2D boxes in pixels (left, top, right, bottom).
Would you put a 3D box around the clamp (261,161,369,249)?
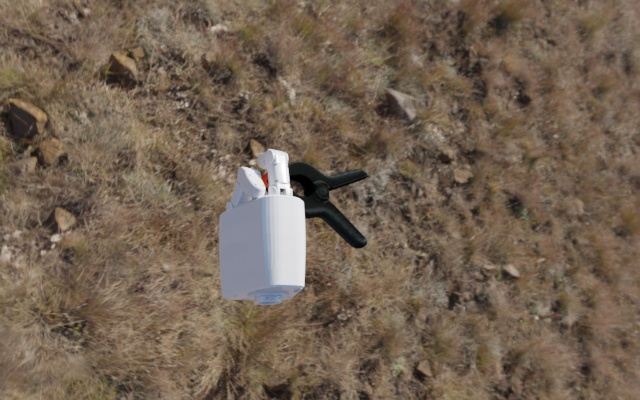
[{"bbox_3d":[0.000,0.002,0.649,0.171,0.120,0.039,7,-28,-29],"label":"clamp"}]
